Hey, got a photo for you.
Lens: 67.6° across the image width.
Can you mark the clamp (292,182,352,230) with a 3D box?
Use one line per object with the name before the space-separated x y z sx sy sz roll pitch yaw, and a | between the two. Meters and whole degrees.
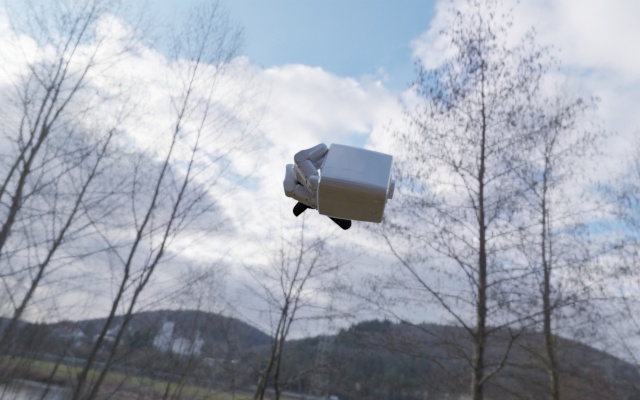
clamp | 0.000 0.002 0.859 0.120 0.039 0.171 13 -23 8
